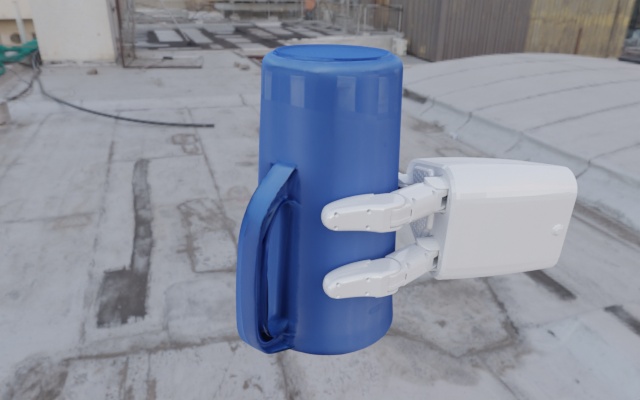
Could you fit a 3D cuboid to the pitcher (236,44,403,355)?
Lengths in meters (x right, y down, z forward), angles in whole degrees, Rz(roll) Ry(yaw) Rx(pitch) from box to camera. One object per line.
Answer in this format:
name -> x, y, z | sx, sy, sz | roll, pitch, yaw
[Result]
pitcher -> 0.000, 0.001, 0.401 | 0.145, 0.243, 0.149 | -2, 24, -9
